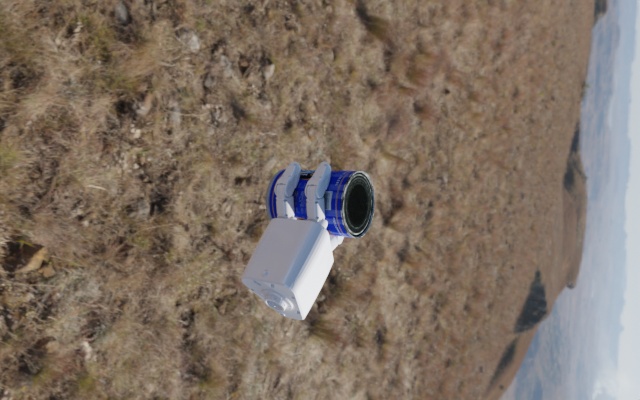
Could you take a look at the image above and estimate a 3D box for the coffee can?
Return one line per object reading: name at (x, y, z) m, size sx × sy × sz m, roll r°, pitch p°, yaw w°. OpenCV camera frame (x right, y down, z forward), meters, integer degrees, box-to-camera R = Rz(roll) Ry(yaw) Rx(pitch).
coffee can at (0.000, 0.002, 0.750) m, size 0.140 × 0.103 × 0.103 m, roll 3°, pitch 2°, yaw 33°
